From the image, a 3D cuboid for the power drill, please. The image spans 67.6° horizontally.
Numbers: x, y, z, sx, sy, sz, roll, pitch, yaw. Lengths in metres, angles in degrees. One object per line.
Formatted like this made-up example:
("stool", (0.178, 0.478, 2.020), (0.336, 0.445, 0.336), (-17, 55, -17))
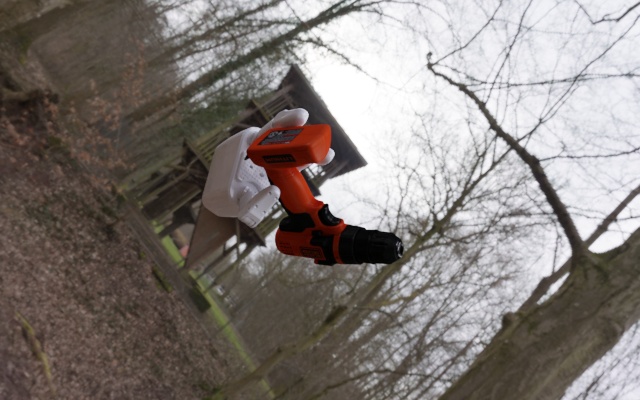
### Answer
("power drill", (0.000, 0.002, 0.587), (0.184, 0.188, 0.057), (1, 35, 32))
